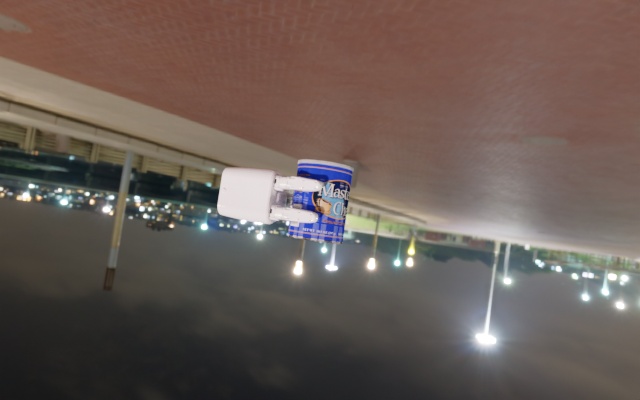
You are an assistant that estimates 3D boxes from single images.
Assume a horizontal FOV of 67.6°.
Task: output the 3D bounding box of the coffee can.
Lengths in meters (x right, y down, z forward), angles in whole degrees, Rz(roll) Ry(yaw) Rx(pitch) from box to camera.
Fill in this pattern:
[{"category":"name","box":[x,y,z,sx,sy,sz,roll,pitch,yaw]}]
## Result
[{"category":"coffee can","box":[0.000,0.003,0.870,0.103,0.140,0.103,8,-3,0]}]
